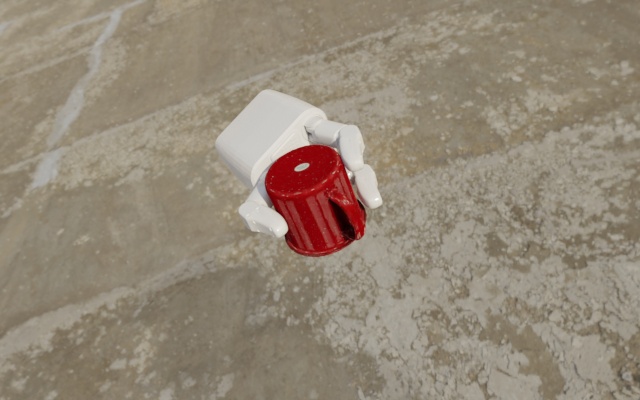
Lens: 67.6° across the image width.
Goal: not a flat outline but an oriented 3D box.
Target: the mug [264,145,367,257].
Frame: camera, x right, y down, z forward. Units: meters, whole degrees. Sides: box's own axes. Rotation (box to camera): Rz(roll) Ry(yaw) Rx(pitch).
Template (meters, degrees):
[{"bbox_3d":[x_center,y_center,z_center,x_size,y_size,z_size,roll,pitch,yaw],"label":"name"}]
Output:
[{"bbox_3d":[0.001,0.002,0.483,0.093,0.082,0.117,-38,42,-18],"label":"mug"}]
